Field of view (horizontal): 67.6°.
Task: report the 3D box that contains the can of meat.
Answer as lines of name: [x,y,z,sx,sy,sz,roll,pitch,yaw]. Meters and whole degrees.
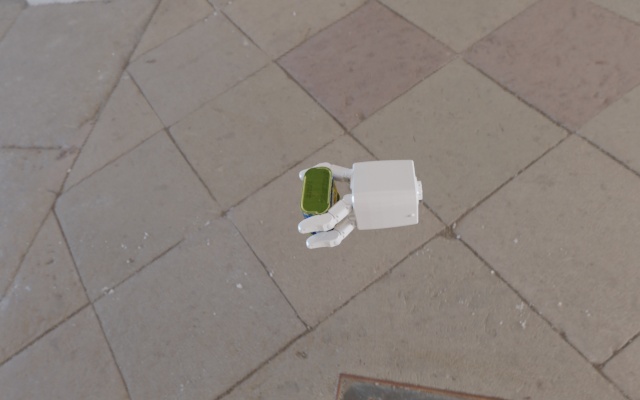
can of meat: [0.000,0.002,0.840,0.057,0.102,0.084,-1,-32,11]
